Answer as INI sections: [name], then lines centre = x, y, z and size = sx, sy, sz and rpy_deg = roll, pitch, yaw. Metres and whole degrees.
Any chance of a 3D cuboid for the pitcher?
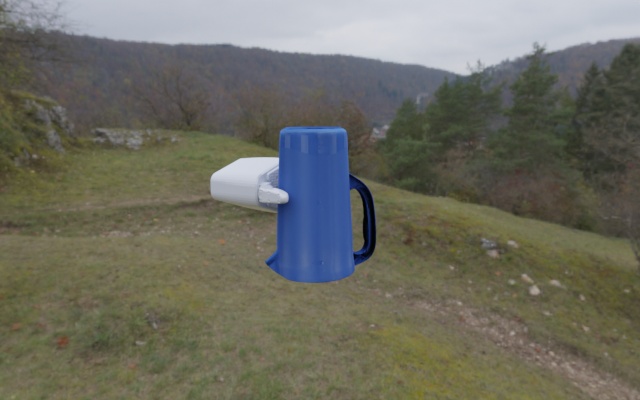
[pitcher]
centre = 0.000, 0.003, 0.782
size = 0.145, 0.243, 0.149
rpy_deg = 6, 12, 31
